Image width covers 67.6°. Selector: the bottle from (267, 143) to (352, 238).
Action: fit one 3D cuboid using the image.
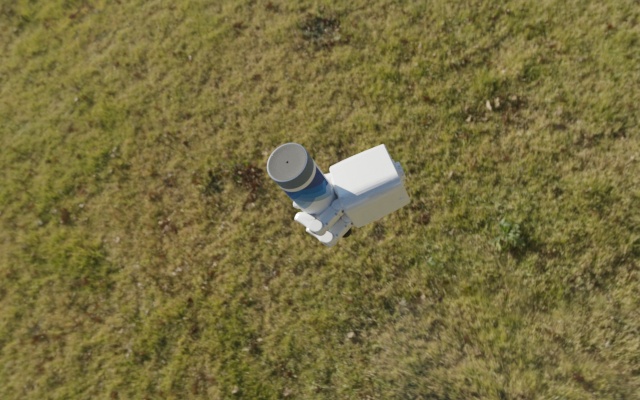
[{"bbox_3d":[0.000,0.003,0.831,0.069,0.069,0.296,0,-24,22],"label":"bottle"}]
